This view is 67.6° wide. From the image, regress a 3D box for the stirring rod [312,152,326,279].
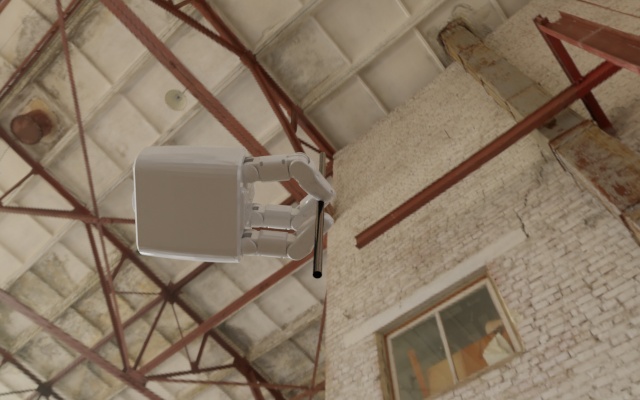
[{"bbox_3d":[0.000,0.002,0.494,0.011,0.011,0.239,0,29,1],"label":"stirring rod"}]
